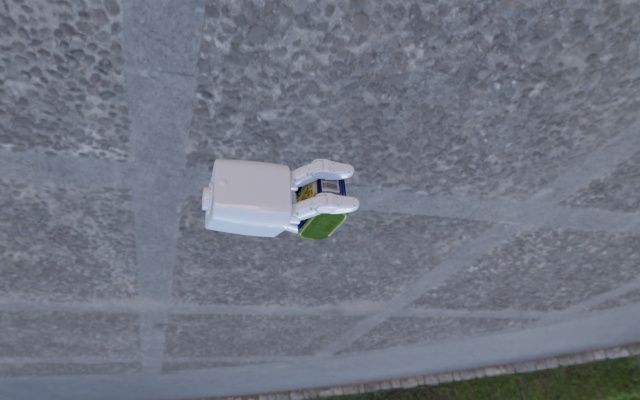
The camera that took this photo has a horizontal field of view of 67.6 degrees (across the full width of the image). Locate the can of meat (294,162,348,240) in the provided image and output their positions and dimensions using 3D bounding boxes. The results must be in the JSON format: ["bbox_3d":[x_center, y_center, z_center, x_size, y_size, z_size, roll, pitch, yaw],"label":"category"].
[{"bbox_3d":[0.000,0.003,0.717,0.057,0.084,0.102,9,-33,-21],"label":"can of meat"}]
